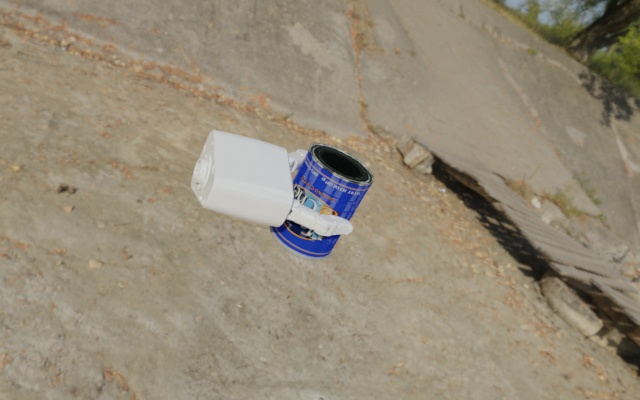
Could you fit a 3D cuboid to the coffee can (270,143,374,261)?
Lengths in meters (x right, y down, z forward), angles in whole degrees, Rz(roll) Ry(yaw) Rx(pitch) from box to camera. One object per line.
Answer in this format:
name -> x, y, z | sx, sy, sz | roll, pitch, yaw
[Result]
coffee can -> 0.000, 0.002, 0.697 | 0.103, 0.140, 0.102 | 24, 25, -12
